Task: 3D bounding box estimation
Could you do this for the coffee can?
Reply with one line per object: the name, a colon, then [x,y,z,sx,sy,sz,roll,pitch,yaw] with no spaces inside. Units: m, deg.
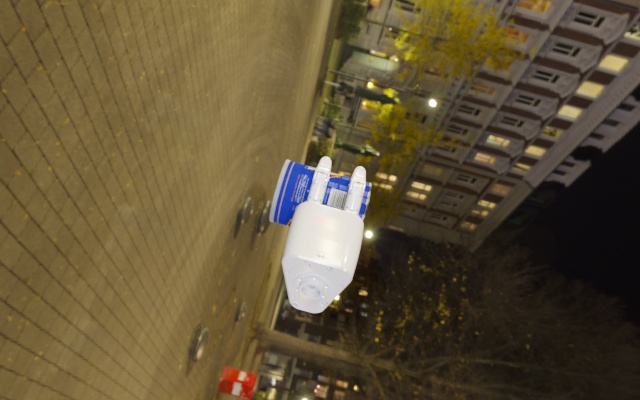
coffee can: [0.000,0.002,0.759,0.140,0.103,0.103,15,0,0]
